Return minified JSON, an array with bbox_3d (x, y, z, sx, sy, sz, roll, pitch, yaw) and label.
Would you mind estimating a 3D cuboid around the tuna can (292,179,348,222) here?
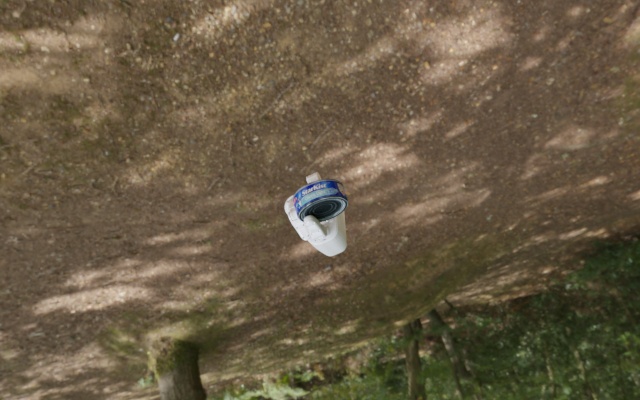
[{"bbox_3d":[0.000,0.003,0.765,0.086,0.033,0.086,-14,-27,-7],"label":"tuna can"}]
